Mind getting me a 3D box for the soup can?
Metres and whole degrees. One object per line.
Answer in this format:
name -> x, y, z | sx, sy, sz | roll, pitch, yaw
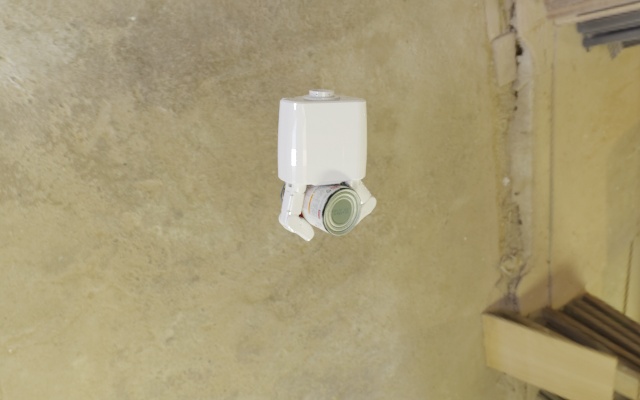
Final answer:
soup can -> 0.000, 0.003, 0.665 | 0.068, 0.068, 0.102 | 0, 15, -39
